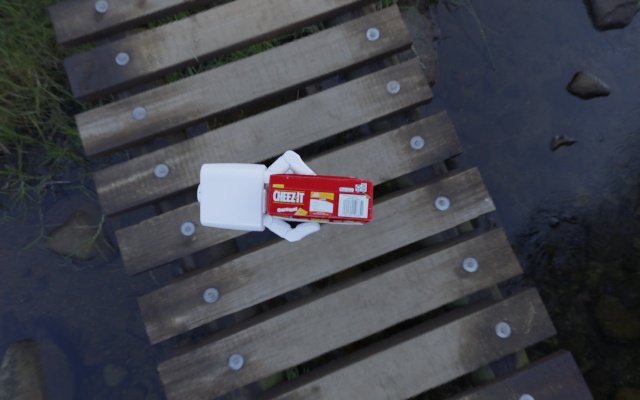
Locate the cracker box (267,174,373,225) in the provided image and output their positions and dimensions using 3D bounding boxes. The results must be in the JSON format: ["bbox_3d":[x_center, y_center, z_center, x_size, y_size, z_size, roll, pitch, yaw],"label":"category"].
[{"bbox_3d":[0.000,0.003,0.834,0.164,0.072,0.214,3,-4,1],"label":"cracker box"}]
